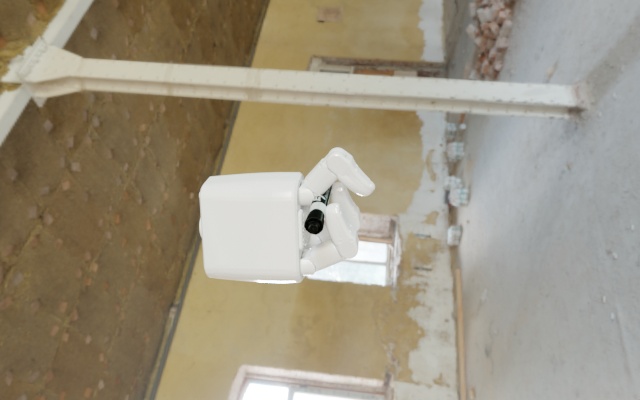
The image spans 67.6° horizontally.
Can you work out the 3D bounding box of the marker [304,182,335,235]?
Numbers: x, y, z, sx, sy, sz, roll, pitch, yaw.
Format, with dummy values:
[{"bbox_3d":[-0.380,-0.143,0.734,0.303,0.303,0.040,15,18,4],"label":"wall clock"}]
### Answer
[{"bbox_3d":[0.000,0.002,0.500,0.020,0.020,0.121,0,25,8],"label":"marker"}]
